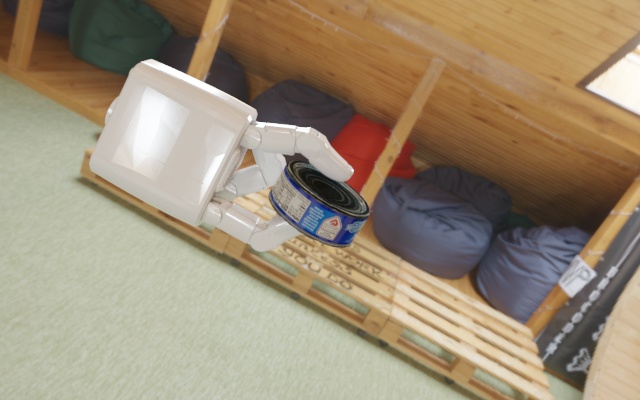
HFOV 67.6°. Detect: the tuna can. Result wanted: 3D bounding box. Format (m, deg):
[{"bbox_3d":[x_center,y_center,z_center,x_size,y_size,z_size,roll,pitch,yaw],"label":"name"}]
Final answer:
[{"bbox_3d":[0.000,0.001,0.416,0.086,0.034,0.086,29,19,-11],"label":"tuna can"}]
